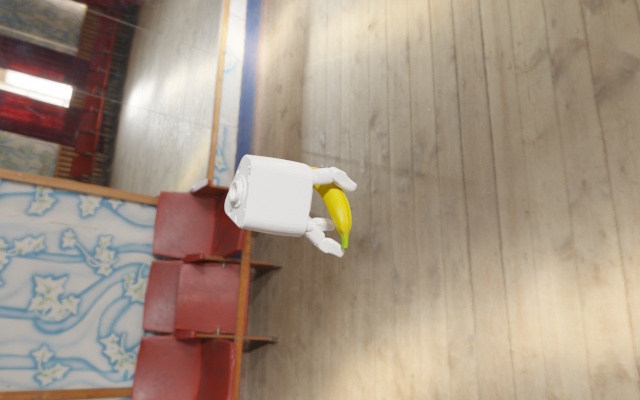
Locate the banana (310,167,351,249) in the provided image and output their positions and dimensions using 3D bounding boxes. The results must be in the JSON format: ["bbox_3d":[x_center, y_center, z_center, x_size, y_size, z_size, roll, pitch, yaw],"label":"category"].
[{"bbox_3d":[0.009,-0.009,0.836,0.037,0.070,0.197,6,38,-33],"label":"banana"}]
